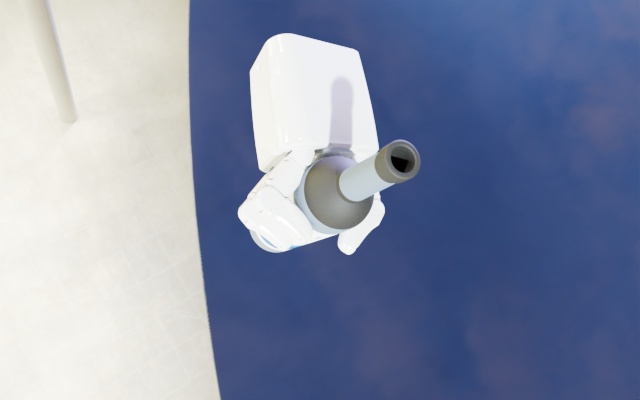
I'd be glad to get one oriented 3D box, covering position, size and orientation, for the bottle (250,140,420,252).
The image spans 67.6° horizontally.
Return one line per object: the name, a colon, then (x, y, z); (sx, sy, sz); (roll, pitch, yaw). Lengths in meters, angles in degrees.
bottle: (0.000, 0.002, 0.449); (0.069, 0.069, 0.296); (0, -11, -22)
